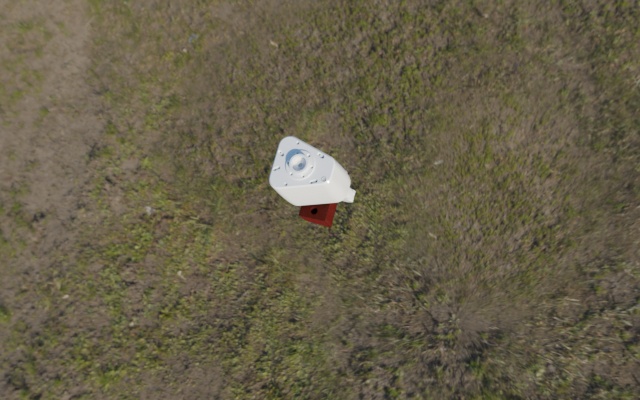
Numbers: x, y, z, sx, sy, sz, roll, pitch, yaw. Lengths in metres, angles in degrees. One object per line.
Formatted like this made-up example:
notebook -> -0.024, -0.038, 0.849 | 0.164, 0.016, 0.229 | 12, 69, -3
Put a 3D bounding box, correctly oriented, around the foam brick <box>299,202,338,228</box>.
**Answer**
foam brick -> 0.000, 0.003, 0.876 | 0.053, 0.078, 0.051 | 12, -10, 18
